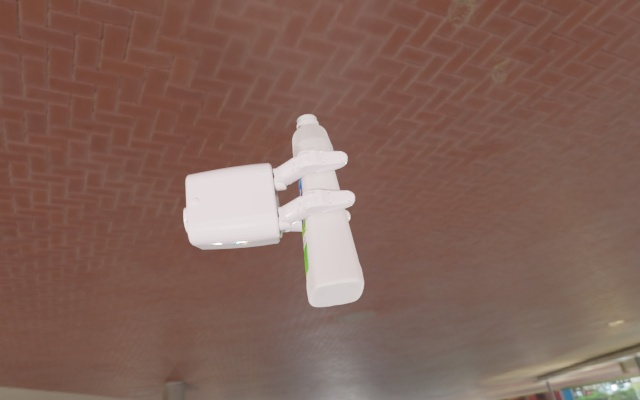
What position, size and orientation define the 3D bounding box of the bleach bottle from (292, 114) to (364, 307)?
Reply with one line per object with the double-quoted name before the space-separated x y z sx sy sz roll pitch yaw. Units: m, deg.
"bleach bottle" 0.000 0.002 0.621 0.068 0.250 0.103 -8 -27 -5
